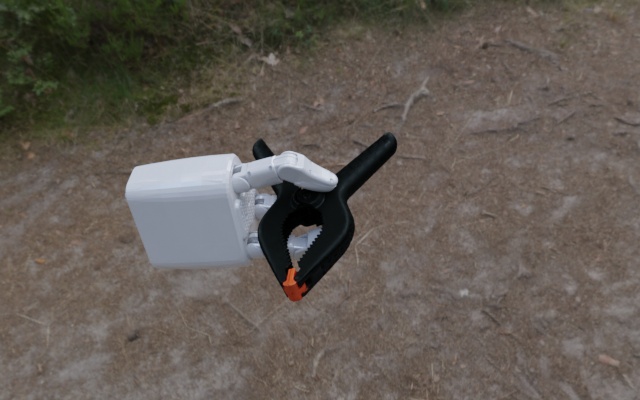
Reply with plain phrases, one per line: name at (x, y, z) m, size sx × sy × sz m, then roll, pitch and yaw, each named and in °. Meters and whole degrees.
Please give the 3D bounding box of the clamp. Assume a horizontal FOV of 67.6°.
clamp at (0.000, 0.001, 0.478) m, size 0.164 × 0.209 × 0.036 m, roll -7°, pitch -44°, yaw 10°
